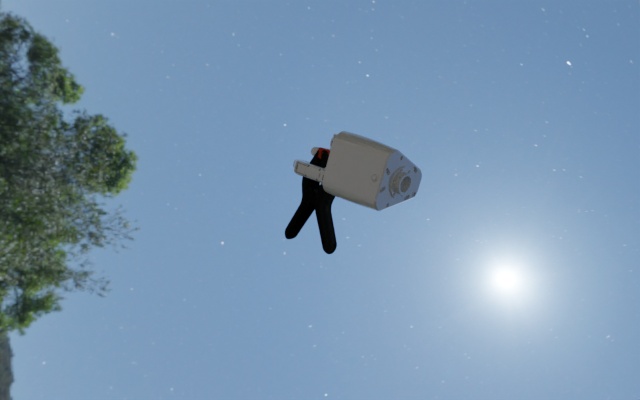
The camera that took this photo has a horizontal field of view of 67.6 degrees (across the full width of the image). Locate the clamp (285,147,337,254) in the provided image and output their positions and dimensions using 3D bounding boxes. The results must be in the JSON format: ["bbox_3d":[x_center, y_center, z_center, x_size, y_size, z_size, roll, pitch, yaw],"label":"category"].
[{"bbox_3d":[0.001,0.002,0.785,0.120,0.171,0.039,25,14,41],"label":"clamp"}]
